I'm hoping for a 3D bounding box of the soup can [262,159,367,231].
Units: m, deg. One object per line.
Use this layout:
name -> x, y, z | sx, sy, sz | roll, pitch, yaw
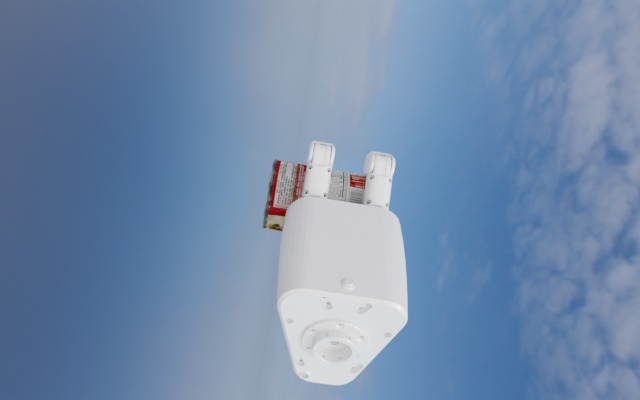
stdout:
soup can -> 0.000, 0.001, 0.462 | 0.102, 0.068, 0.068 | 9, -1, -4
